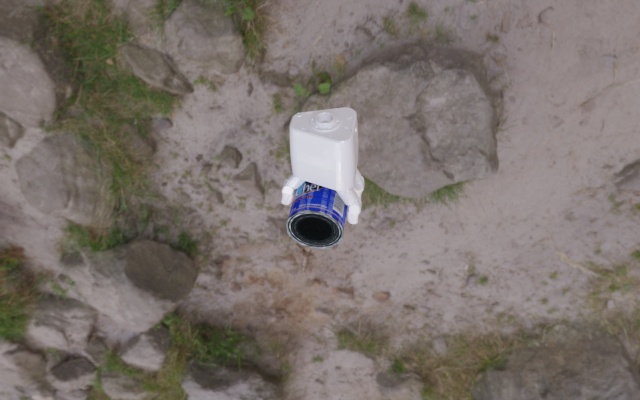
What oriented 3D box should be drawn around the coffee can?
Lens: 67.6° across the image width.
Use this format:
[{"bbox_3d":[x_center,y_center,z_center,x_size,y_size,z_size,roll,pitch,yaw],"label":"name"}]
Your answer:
[{"bbox_3d":[0.000,0.003,0.882,0.103,0.140,0.103,6,-42,6],"label":"coffee can"}]
